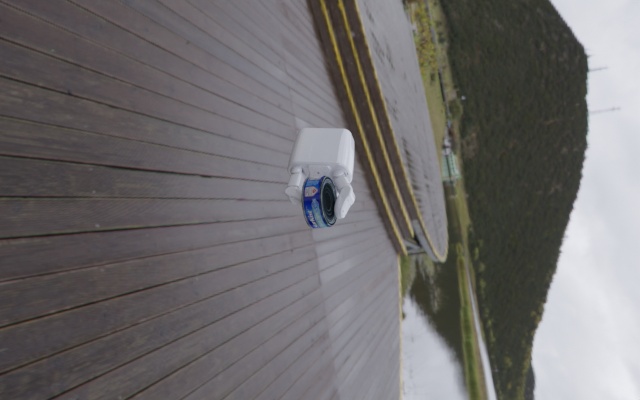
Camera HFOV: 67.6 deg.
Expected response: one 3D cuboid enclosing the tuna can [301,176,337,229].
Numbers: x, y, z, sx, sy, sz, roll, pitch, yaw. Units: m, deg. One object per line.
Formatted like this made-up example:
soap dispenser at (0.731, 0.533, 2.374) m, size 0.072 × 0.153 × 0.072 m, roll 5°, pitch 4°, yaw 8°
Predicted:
tuna can at (0.001, 0.003, 0.784) m, size 0.034 × 0.086 × 0.086 m, roll -6°, pitch -2°, yaw 20°
